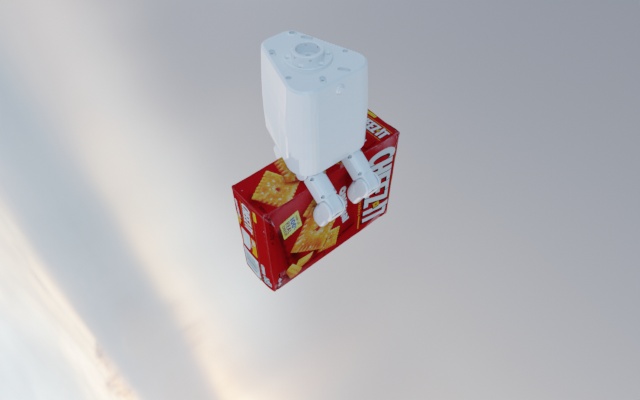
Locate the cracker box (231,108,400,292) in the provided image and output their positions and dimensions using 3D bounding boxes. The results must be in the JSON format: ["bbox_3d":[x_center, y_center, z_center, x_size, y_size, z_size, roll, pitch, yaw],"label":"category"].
[{"bbox_3d":[0.000,0.002,0.619,0.213,0.164,0.072,-32,57,-25],"label":"cracker box"}]
